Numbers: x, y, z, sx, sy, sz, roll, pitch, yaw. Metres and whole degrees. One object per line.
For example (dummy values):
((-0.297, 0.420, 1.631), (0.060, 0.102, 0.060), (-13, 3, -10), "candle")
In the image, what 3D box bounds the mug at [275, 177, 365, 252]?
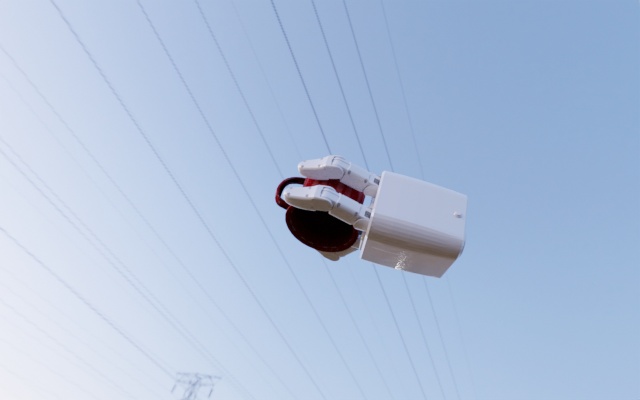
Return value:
((-0.001, 0.001, 0.611), (0.117, 0.081, 0.093), (17, -43, 6), "mug")
